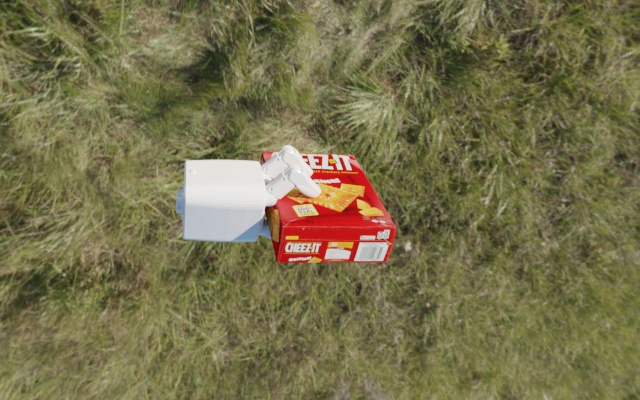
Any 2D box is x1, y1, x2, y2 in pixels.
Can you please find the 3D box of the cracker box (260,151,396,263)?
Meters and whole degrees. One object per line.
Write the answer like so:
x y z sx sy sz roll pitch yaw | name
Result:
0.000 0.003 0.724 0.164 0.072 0.213 2 33 -17 | cracker box
